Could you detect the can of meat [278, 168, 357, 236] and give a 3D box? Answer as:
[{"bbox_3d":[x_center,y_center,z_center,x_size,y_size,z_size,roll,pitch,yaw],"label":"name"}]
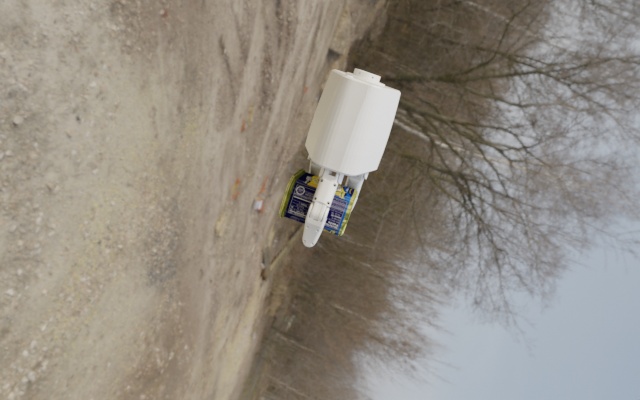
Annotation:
[{"bbox_3d":[0.000,0.002,0.625,0.084,0.057,0.102,19,13,4],"label":"can of meat"}]
